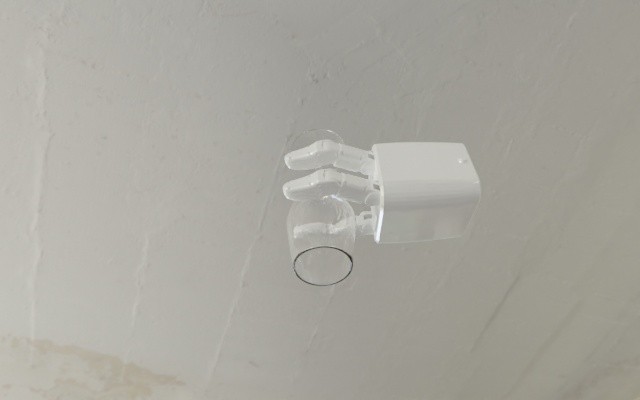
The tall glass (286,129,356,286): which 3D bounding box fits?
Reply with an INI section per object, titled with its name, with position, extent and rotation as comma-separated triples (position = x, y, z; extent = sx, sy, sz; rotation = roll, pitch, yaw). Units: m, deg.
[tall glass]
position = 0.000, 0.001, 0.560
extent = 0.079, 0.079, 0.200
rotation = 0, 42, -2
